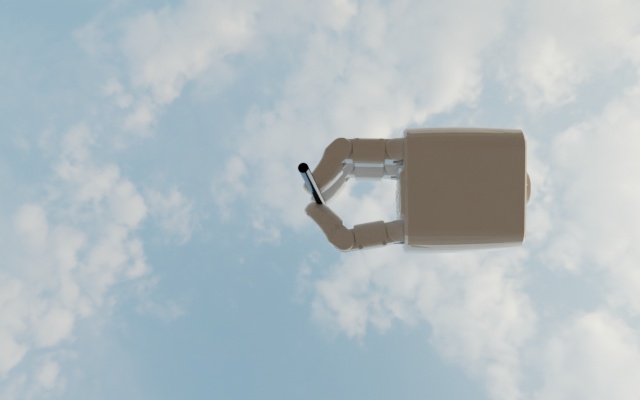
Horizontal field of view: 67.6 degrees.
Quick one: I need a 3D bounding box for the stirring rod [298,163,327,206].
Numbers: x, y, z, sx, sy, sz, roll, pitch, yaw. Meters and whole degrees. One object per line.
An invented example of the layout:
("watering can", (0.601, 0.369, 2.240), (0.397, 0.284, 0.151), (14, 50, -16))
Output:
("stirring rod", (0.000, 0.002, 0.462), (0.011, 0.011, 0.239), (0, -12, 6))
